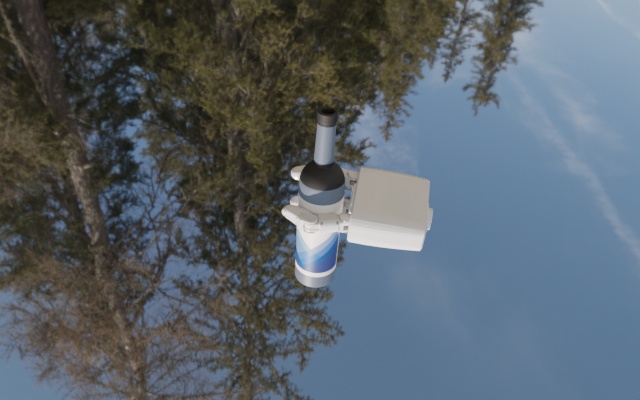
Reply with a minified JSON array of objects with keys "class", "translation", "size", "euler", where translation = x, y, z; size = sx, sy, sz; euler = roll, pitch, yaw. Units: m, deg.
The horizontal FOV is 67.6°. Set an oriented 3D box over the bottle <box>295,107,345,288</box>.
[{"class":"bottle","translation":[0.000,0.003,0.704],"size":[0.069,0.296,0.069],"euler":[3,37,-2]}]
